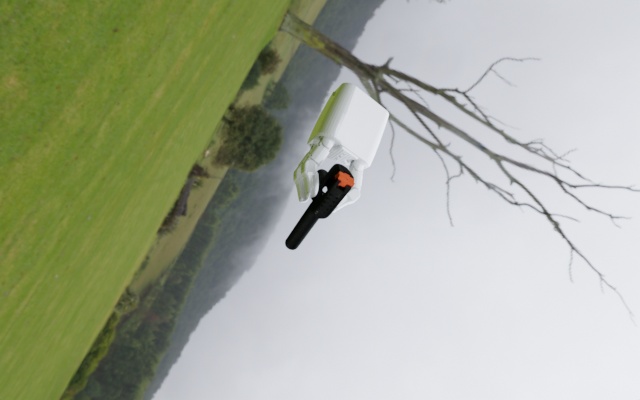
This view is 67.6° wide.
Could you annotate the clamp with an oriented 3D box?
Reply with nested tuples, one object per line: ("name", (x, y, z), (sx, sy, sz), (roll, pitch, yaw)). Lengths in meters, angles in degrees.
("clamp", (0.001, 0.003, 0.788), (0.036, 0.164, 0.210), (27, -15, -11))
